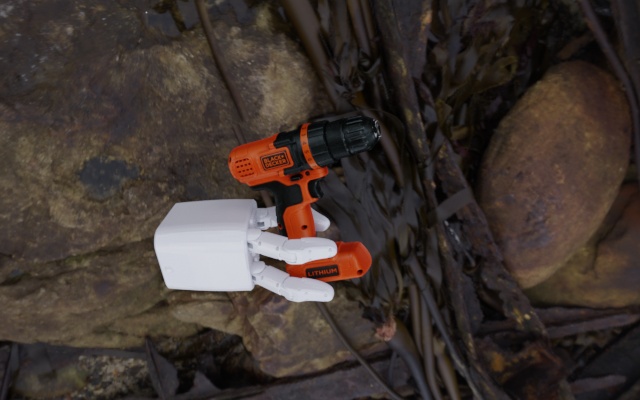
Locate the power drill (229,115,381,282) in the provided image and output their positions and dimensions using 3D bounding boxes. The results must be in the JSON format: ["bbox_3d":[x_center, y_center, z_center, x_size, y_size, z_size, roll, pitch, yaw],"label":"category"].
[{"bbox_3d":[0.000,0.002,0.565,0.184,0.188,0.057,-11,17,23],"label":"power drill"}]
